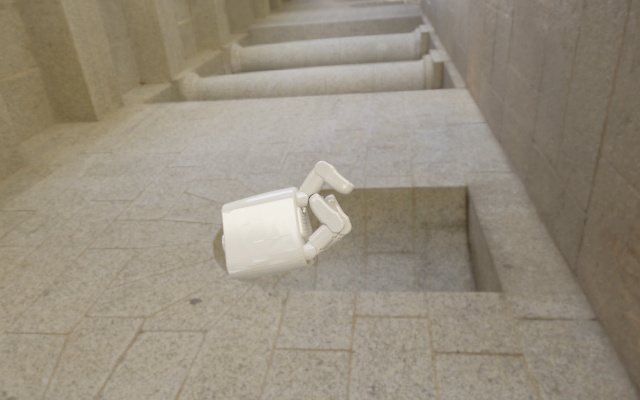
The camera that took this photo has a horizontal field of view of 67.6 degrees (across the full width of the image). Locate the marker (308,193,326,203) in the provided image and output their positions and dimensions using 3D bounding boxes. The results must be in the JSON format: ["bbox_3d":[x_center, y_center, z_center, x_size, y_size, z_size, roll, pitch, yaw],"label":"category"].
[{"bbox_3d":[0.000,0.002,0.694,0.020,0.020,0.121,0,-2,8],"label":"marker"}]
